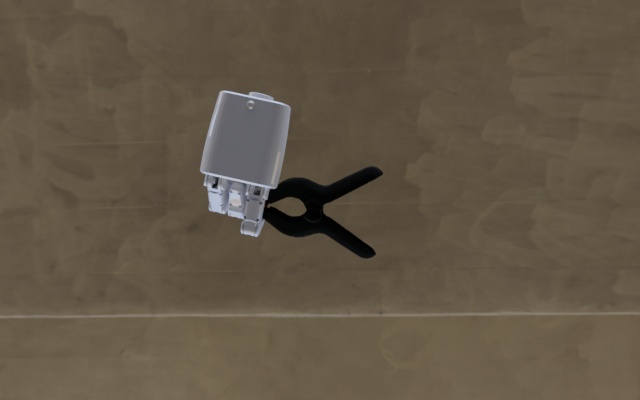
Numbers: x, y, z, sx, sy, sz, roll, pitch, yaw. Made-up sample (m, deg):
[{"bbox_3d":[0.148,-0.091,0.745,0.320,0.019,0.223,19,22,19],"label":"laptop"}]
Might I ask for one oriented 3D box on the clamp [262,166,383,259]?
[{"bbox_3d":[0.000,0.002,0.620,0.171,0.120,0.039,13,6,0],"label":"clamp"}]
